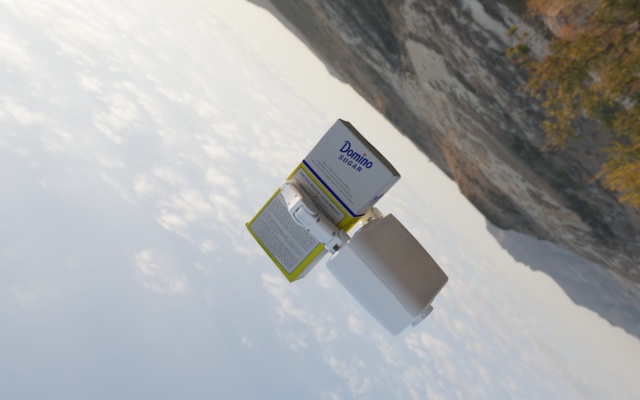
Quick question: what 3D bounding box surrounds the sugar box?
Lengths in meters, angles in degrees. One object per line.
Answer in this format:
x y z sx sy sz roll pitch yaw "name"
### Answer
0.000 0.002 0.554 0.176 0.093 0.048 -46 -16 16 "sugar box"
